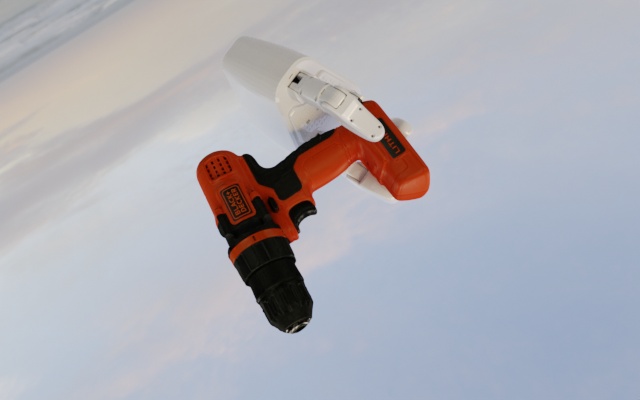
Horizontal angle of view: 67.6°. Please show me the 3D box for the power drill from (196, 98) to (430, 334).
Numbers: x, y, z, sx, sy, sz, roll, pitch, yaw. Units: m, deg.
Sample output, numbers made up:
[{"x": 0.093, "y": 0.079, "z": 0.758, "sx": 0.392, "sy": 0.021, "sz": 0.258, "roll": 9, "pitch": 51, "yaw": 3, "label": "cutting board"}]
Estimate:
[{"x": 0.000, "y": 0.001, "z": 0.428, "sx": 0.187, "sy": 0.184, "sz": 0.057, "roll": -26, "pitch": -24, "yaw": -11, "label": "power drill"}]
